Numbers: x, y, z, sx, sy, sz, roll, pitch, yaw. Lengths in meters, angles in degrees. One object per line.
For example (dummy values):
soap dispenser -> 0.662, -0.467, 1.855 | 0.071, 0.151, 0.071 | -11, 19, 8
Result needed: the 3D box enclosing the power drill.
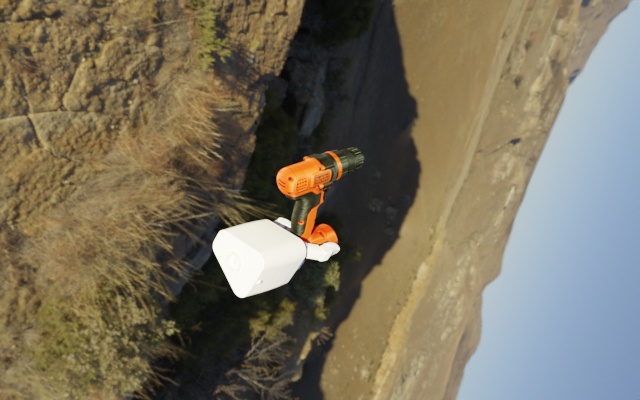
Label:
power drill -> 0.000, 0.003, 0.853 | 0.184, 0.188, 0.057 | -20, 38, -36
